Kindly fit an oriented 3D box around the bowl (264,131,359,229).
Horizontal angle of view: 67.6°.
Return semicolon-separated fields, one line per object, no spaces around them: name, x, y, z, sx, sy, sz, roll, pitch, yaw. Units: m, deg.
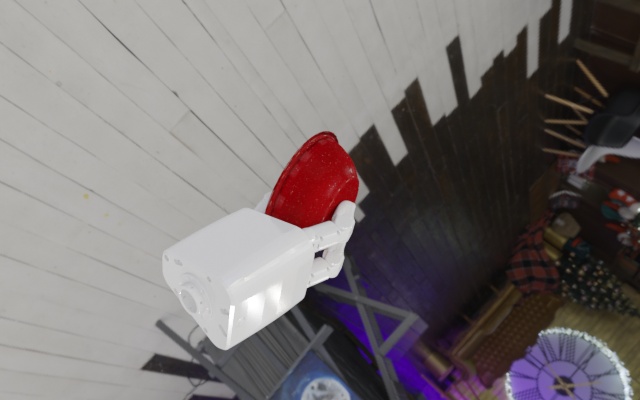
bowl;0.001;0.001;0.570;0.055;0.162;0.162;27;9;19
